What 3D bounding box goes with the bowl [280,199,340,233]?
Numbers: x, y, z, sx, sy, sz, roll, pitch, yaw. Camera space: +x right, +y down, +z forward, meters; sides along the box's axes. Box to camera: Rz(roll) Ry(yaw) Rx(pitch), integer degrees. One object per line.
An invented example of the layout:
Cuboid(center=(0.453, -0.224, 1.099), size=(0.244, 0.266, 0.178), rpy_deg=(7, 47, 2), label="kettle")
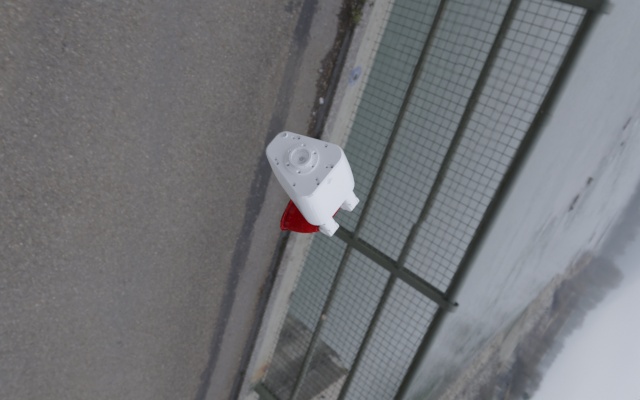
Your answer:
Cuboid(center=(0.001, 0.003, 0.842), size=(0.055, 0.162, 0.162), rpy_deg=(36, 8, 12), label="bowl")
